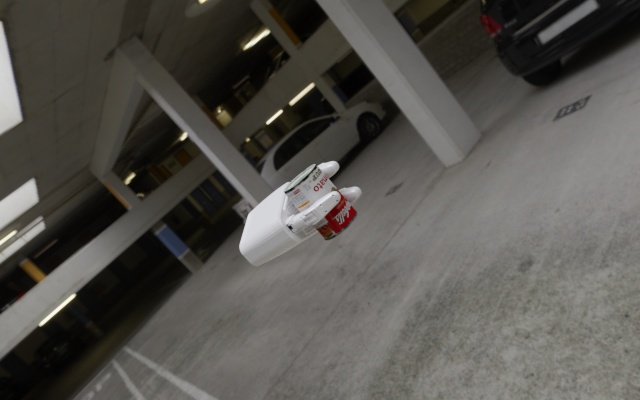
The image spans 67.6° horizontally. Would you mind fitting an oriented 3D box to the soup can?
[{"bbox_3d":[0.000,0.002,0.744,0.068,0.102,0.068,-39,12,9],"label":"soup can"}]
